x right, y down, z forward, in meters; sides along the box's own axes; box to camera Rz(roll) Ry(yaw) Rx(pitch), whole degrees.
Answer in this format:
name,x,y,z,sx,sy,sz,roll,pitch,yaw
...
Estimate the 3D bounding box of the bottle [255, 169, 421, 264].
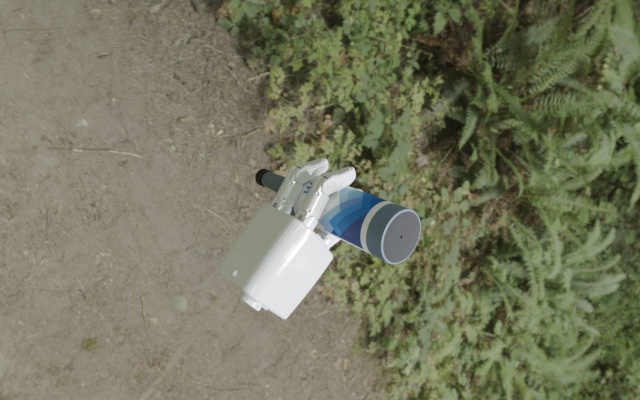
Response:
name,x,y,z,sx,sy,sz,roll,pitch,yaw
bottle,0.000,0.002,0.648,0.069,0.069,0.295,0,16,-41
